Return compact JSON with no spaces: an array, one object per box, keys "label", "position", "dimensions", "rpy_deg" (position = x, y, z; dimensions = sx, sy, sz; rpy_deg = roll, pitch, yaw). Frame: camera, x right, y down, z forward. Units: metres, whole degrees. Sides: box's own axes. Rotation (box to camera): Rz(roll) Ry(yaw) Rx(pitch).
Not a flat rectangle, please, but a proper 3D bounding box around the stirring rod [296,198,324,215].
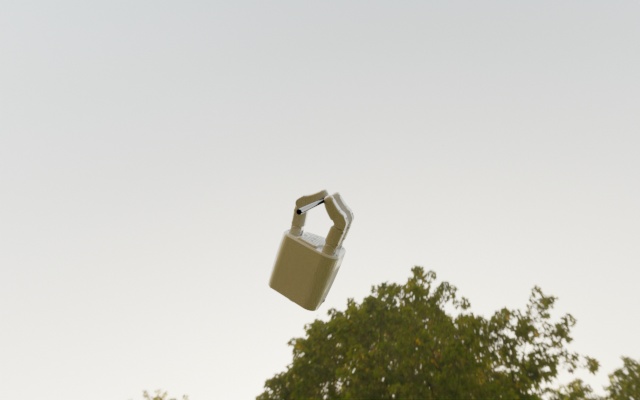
[{"label":"stirring rod","position":[0.000,0.003,0.777],"dimensions":[0.011,0.011,0.239],"rpy_deg":[0,6,14]}]
